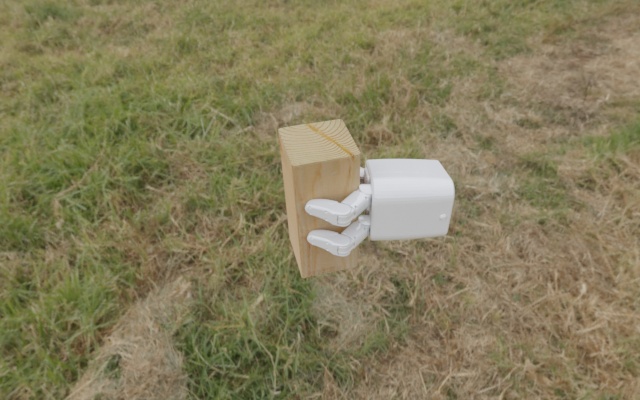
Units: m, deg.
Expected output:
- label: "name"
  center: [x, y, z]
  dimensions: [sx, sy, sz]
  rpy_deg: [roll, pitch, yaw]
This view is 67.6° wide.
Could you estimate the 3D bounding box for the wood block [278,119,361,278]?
- label: "wood block"
  center: [0.000, 0.002, 0.673]
  dimensions: [0.090, 0.206, 0.090]
  rpy_deg: [-11, 41, -9]
